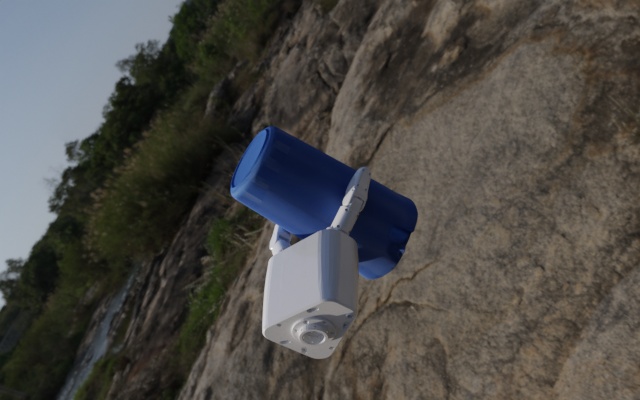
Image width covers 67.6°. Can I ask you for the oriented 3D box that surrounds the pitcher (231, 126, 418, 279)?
[{"bbox_3d":[0.000,0.002,0.670,0.243,0.145,0.149,30,-53,-22],"label":"pitcher"}]
